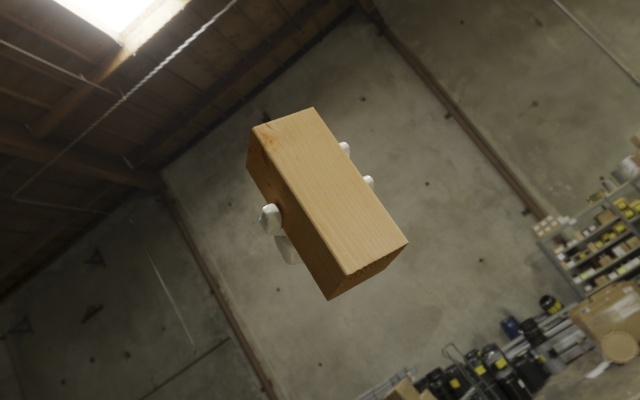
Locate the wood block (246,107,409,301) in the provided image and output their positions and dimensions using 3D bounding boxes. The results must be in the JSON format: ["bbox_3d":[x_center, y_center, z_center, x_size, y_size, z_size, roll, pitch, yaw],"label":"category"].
[{"bbox_3d":[0.000,0.002,0.578,0.091,0.206,0.090,-25,-20,-26],"label":"wood block"}]
